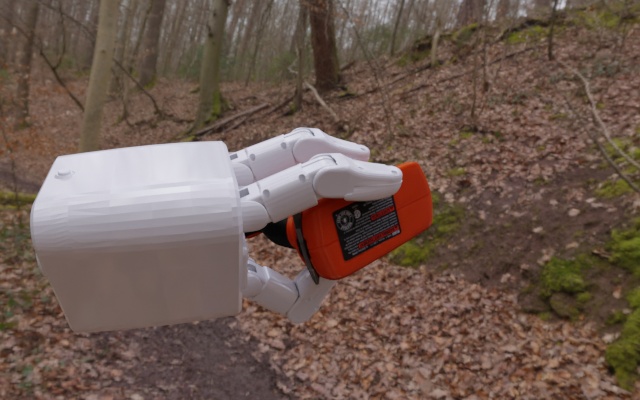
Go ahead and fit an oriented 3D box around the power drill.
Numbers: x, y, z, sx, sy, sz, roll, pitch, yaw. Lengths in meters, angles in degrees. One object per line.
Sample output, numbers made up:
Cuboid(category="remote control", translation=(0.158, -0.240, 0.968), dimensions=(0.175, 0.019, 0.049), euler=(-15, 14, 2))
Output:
Cuboid(category="power drill", translation=(0.000, 0.001, 0.400), dimensions=(0.184, 0.057, 0.187), euler=(-26, 16, -29))
